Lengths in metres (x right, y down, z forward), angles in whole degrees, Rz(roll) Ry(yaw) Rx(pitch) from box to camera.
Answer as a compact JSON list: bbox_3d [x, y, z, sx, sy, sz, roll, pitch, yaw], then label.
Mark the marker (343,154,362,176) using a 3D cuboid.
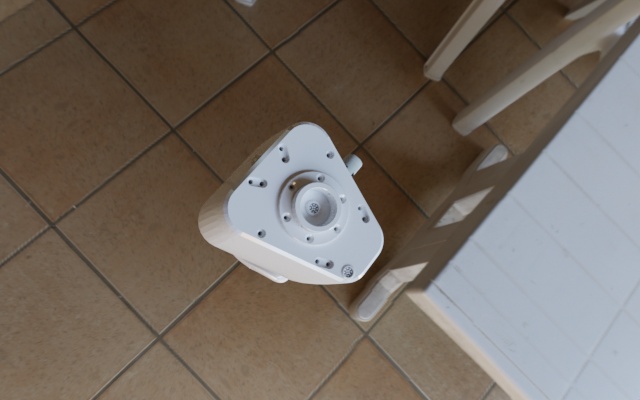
[{"bbox_3d":[0.000,0.002,0.479,0.020,0.121,0.020,35,-19,14],"label":"marker"}]
